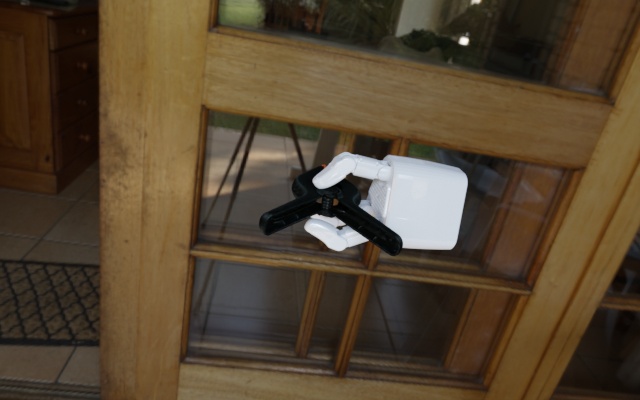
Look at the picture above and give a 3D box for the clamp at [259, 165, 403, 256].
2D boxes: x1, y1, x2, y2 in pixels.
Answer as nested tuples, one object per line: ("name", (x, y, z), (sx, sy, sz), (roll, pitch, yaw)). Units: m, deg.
("clamp", (0.000, 0.001, 0.611), (0.164, 0.036, 0.210), (8, 24, -14))
